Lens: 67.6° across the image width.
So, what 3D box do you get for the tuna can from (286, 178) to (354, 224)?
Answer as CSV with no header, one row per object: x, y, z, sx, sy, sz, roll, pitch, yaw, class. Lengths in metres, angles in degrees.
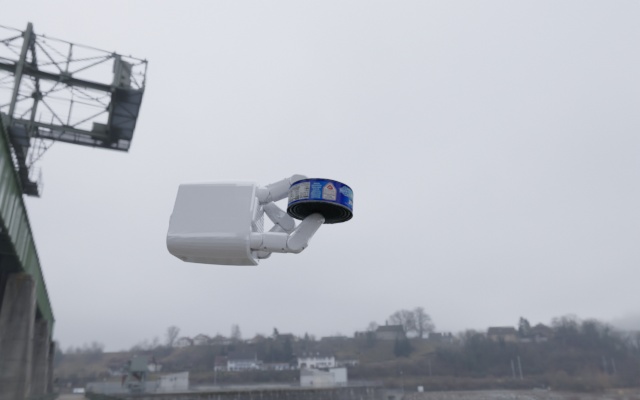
0.000,0.001,0.614,0.086,0.033,0.086,4,-20,1,tuna can
